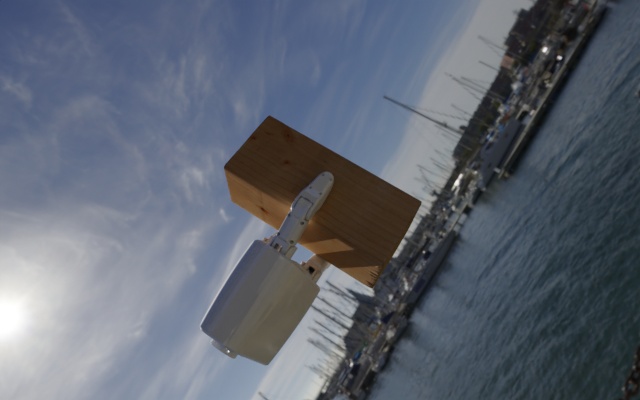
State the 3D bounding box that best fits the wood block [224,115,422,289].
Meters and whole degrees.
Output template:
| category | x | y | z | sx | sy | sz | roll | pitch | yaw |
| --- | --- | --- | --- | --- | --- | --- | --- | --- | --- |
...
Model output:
| category | x | y | z | sx | sy | sz | roll | pitch | yaw |
| --- | --- | --- | --- | --- | --- | --- | --- | --- | --- |
| wood block | 0.000 | 0.002 | 0.562 | 0.206 | 0.090 | 0.091 | 31 | -25 | 12 |
